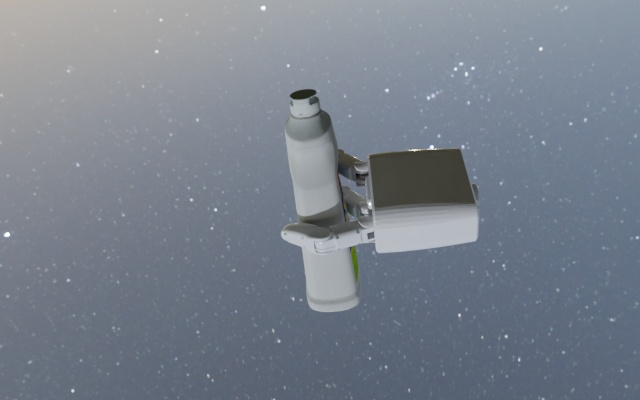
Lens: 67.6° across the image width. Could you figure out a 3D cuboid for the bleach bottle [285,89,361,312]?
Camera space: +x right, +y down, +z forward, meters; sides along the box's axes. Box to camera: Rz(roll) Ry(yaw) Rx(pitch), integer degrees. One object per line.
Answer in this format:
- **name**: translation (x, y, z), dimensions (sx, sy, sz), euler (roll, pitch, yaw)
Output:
- **bleach bottle**: translation (0.000, 0.002, 0.541), dimensions (0.068, 0.251, 0.102), euler (-7, 32, 5)
